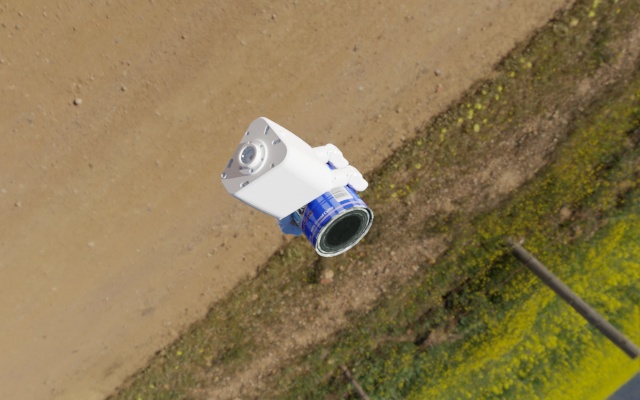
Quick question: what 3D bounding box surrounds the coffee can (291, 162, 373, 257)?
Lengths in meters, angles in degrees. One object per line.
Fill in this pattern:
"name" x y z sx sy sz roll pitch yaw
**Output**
"coffee can" 0.000 0.002 0.746 0.103 0.103 0.140 0 40 -43
